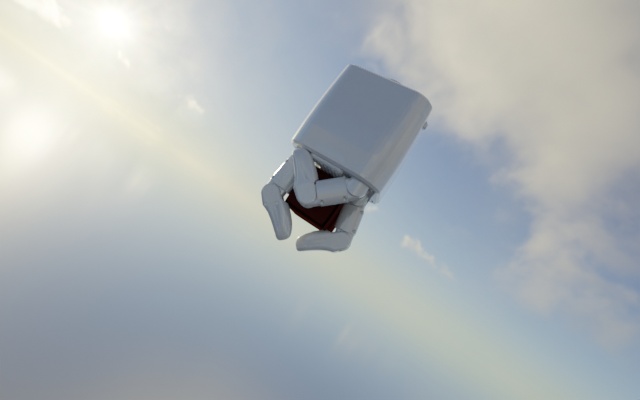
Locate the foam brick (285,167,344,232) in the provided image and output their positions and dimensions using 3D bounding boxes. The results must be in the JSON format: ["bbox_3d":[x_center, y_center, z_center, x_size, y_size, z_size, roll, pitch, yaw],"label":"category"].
[{"bbox_3d":[0.000,0.002,0.533,0.053,0.051,0.078,33,-6,10],"label":"foam brick"}]
